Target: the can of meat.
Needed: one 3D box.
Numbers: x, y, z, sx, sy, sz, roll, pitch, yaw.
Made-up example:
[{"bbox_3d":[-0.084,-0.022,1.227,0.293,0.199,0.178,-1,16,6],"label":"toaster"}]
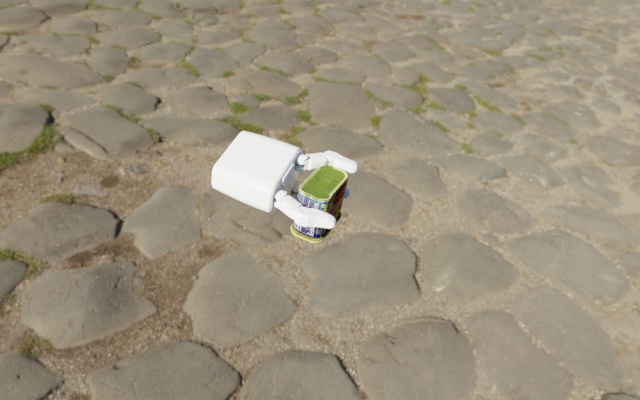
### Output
[{"bbox_3d":[0.000,0.002,0.752,0.057,0.084,0.102,23,38,16],"label":"can of meat"}]
